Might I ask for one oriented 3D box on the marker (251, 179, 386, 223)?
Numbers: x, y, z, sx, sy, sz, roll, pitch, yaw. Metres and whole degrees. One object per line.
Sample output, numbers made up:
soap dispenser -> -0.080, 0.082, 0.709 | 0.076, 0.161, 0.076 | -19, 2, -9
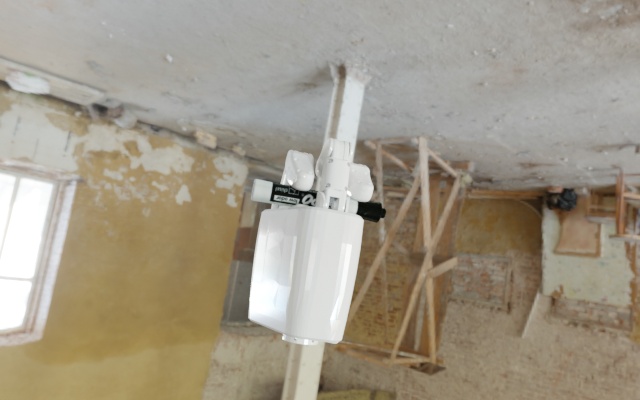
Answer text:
marker -> 0.000, 0.001, 0.422 | 0.121, 0.020, 0.020 | 10, -2, -12
